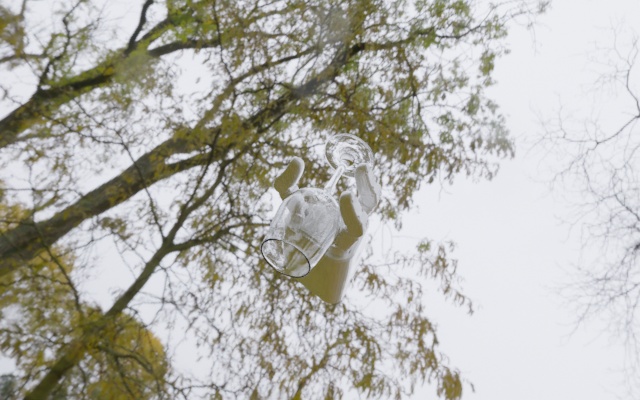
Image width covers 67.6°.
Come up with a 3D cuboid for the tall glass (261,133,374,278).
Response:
[{"bbox_3d":[0.000,0.001,0.595,0.079,0.079,0.201,0,39,31],"label":"tall glass"}]
